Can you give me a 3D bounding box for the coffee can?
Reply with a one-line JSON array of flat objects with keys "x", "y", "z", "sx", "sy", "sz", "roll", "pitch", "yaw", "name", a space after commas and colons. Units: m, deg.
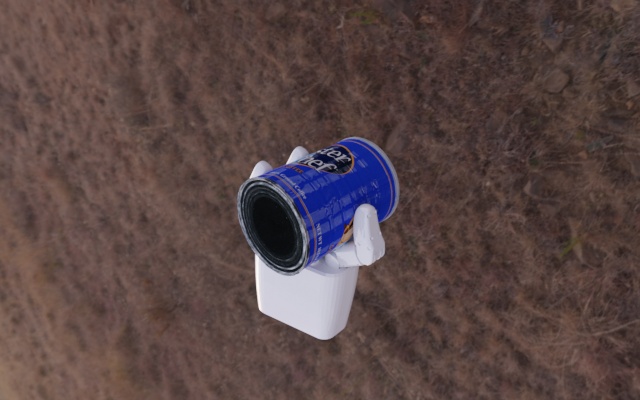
[{"x": 0.000, "y": 0.001, "z": 0.499, "sx": 0.140, "sy": 0.103, "sz": 0.103, "roll": -27, "pitch": 18, "yaw": -39, "name": "coffee can"}]
